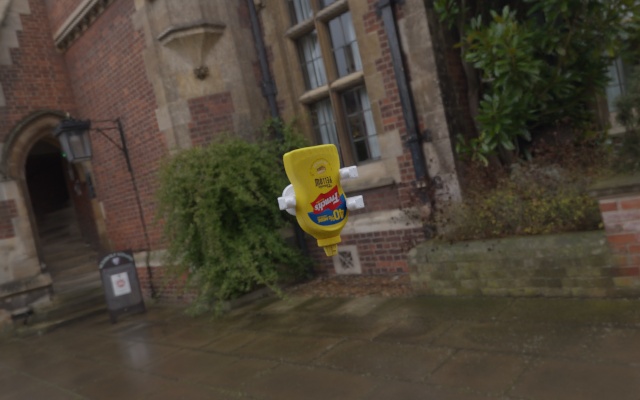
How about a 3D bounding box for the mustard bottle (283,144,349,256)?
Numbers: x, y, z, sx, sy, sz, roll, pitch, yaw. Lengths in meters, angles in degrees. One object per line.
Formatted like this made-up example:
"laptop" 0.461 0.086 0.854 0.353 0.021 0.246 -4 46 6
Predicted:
"mustard bottle" 0.000 0.002 0.834 0.096 0.191 0.058 -13 2 -31
